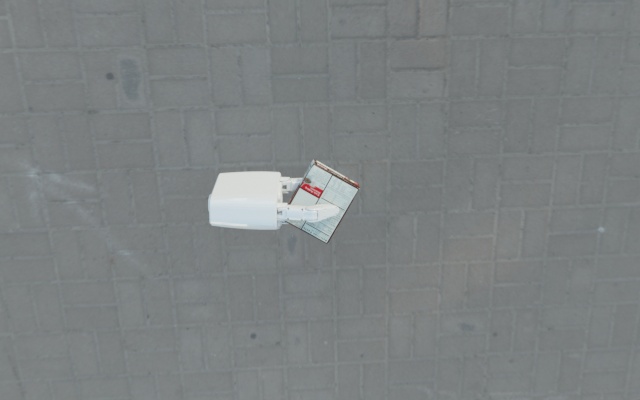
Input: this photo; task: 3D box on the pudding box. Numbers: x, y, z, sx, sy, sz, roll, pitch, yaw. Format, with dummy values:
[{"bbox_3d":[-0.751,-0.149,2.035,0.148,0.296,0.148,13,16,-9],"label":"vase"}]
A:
[{"bbox_3d":[0.000,0.003,0.790,0.090,0.113,0.039,29,13,-6],"label":"pudding box"}]
